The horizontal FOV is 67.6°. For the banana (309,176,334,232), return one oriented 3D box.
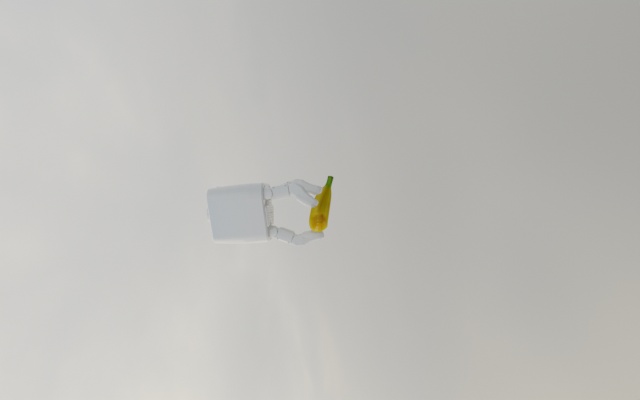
[{"bbox_3d":[-0.001,0.018,0.905,0.037,0.070,0.197,6,26,2],"label":"banana"}]
